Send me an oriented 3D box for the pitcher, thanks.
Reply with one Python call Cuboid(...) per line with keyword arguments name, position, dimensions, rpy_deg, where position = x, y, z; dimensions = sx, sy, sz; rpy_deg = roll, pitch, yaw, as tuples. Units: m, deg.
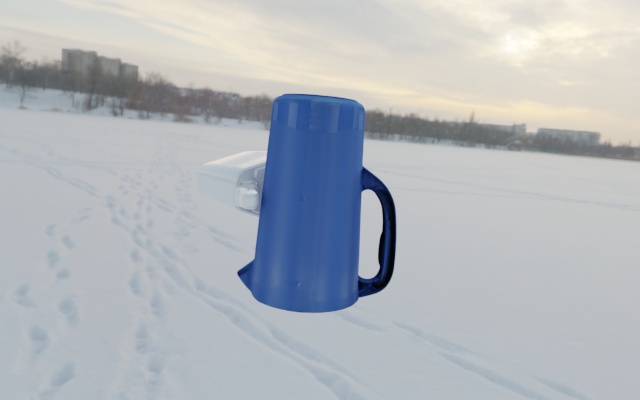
Cuboid(name="pitcher", position=(0.000, 0.002, 0.571), dimensions=(0.149, 0.243, 0.145), rpy_deg=(-2, 10, -42))
